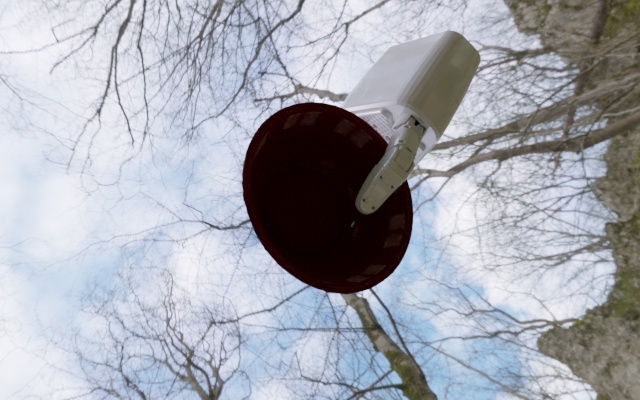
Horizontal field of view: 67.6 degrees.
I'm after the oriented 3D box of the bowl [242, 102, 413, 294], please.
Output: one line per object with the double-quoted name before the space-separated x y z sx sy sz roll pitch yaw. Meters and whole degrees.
"bowl" -0.001 0.002 0.405 0.162 0.162 0.055 0 -17 -32
